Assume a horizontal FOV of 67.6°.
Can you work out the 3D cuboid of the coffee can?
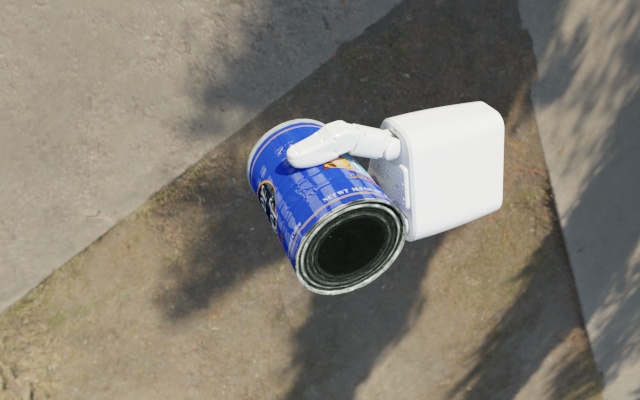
[{"bbox_3d":[0.000,0.001,0.444,0.103,0.103,0.140,0,35,-28],"label":"coffee can"}]
